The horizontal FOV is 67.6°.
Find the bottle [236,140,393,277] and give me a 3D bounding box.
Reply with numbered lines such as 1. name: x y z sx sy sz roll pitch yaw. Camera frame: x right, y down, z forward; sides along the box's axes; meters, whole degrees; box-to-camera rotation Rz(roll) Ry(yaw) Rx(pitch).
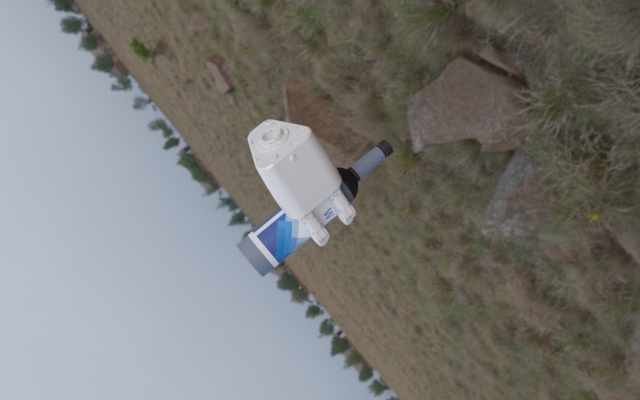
1. bottle: 0.000 0.003 0.772 0.295 0.069 0.069 -40 7 -8
